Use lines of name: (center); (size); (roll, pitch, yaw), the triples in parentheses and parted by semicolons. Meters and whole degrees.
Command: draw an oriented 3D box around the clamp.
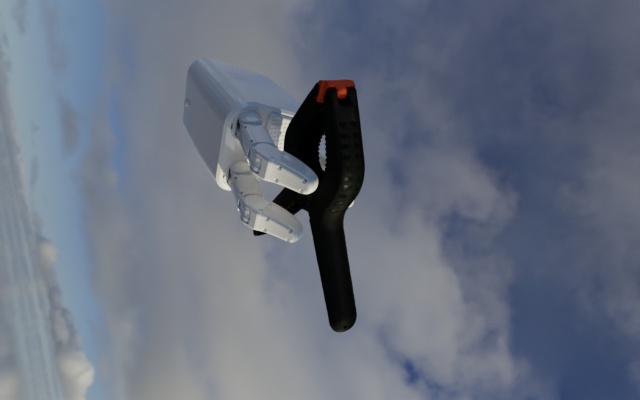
clamp: (0.001, 0.001, 0.418); (0.036, 0.210, 0.164); (-13, 45, -35)
